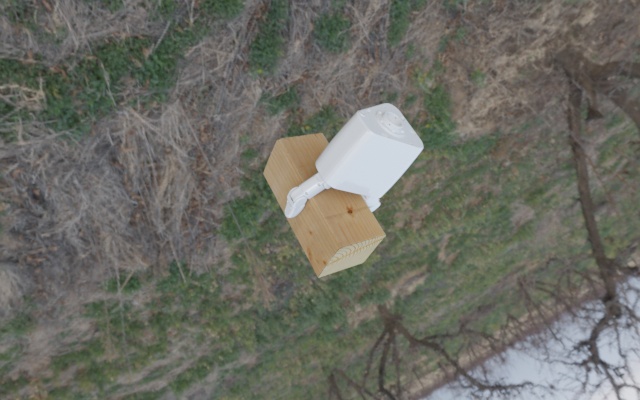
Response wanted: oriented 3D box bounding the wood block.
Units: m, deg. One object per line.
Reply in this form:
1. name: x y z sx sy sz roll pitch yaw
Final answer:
1. wood block: 0.000 0.002 0.754 0.091 0.206 0.090 -13 -30 -33
